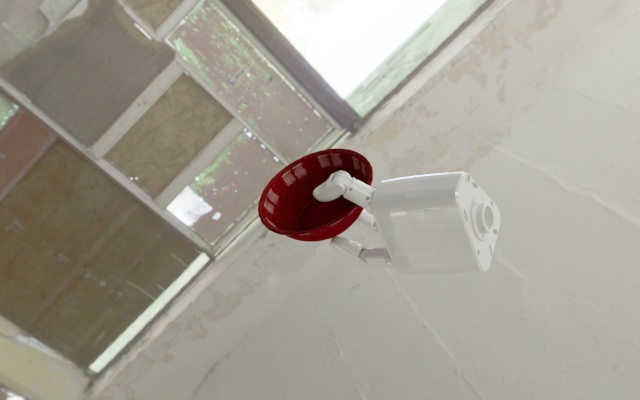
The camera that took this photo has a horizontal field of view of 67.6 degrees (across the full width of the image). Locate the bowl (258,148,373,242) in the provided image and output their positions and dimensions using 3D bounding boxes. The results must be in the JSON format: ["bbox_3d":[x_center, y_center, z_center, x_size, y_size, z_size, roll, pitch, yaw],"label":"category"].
[{"bbox_3d":[-0.001,0.002,0.641,0.162,0.162,0.055,0,-44,29],"label":"bowl"}]
